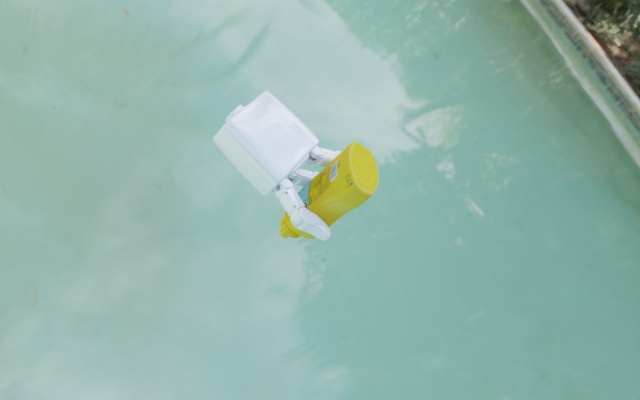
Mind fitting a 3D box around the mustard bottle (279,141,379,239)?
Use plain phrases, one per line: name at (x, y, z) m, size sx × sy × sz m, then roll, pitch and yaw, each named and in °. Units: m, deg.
mustard bottle at (0.001, 0.002, 0.700) m, size 0.058 × 0.096 × 0.192 m, roll 30°, pitch -50°, yaw -27°
